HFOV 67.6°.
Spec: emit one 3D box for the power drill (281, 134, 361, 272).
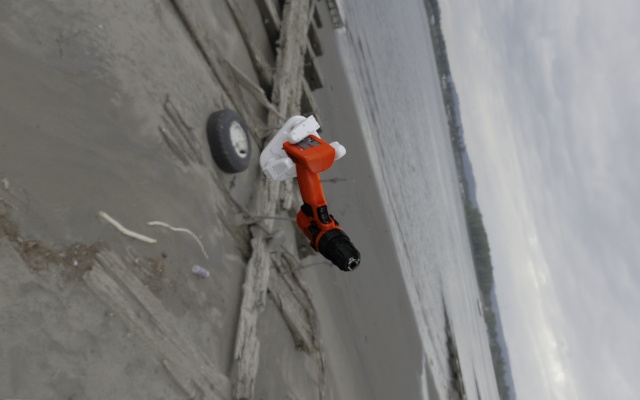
[{"bbox_3d":[0.000,0.002,0.747,0.057,0.188,0.184,-19,29,-20],"label":"power drill"}]
